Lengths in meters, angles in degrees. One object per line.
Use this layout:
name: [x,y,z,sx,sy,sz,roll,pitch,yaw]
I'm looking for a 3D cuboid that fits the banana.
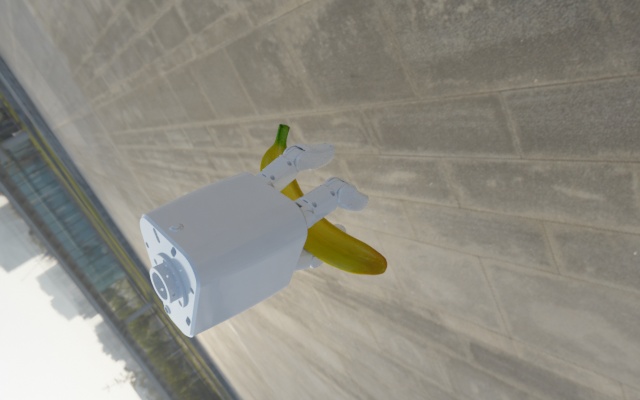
banana: [-0.012,0.011,0.493,0.037,0.197,0.070,-9,-34,-49]
